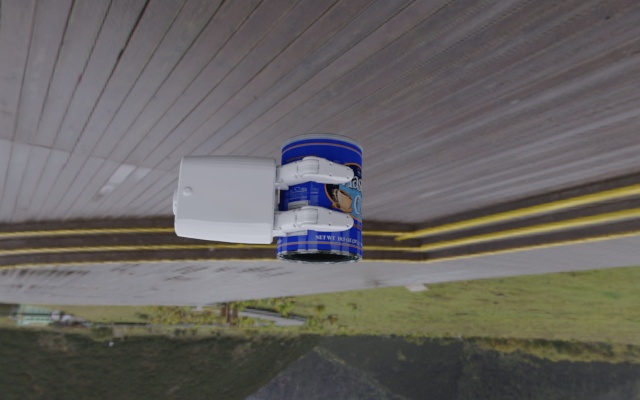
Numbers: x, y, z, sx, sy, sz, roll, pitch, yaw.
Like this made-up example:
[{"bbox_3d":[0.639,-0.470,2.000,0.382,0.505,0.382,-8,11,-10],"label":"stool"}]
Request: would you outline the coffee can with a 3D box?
[{"bbox_3d":[0.000,0.002,0.583,0.103,0.140,0.103,1,-14,0],"label":"coffee can"}]
